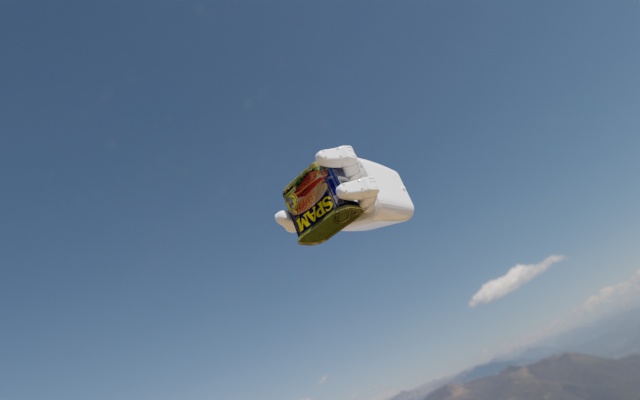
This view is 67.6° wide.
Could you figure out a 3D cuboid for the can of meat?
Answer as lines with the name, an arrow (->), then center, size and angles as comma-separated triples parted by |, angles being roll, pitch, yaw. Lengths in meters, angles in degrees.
can of meat -> 0.000, 0.002, 0.669 | 0.102, 0.084, 0.057 | -38, -28, 32
